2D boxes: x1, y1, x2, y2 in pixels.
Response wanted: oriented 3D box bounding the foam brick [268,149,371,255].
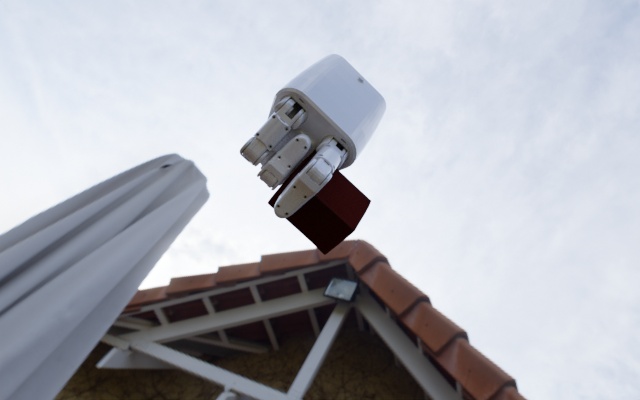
[{"bbox_3d":[0.000,0.002,0.463,0.053,0.078,0.051,-41,9,42],"label":"foam brick"}]
